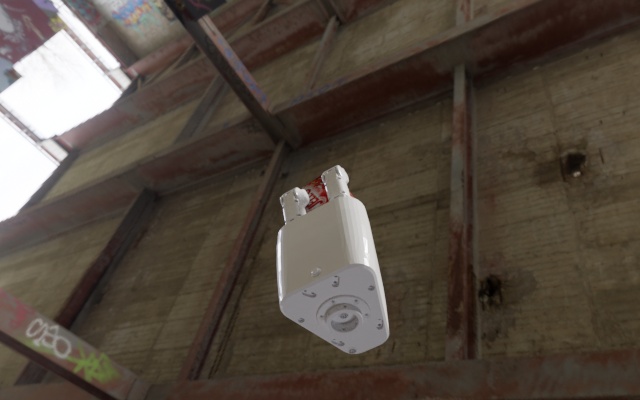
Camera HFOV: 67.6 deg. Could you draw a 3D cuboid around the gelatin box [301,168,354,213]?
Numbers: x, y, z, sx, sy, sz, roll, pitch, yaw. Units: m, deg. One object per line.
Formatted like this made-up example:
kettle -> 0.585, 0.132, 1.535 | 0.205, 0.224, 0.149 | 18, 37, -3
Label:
gelatin box -> 0.000, 0.002, 0.595 | 0.073, 0.030, 0.089 | -34, 25, 2
